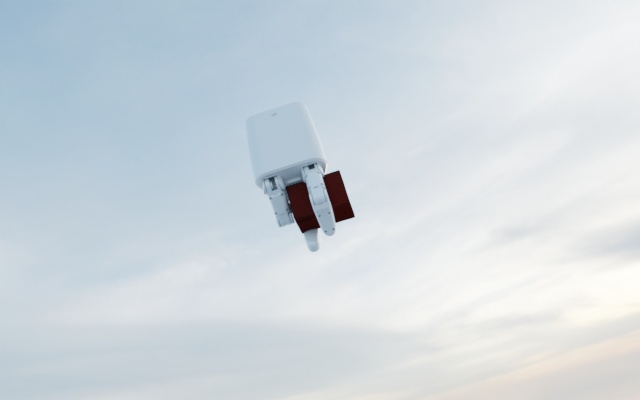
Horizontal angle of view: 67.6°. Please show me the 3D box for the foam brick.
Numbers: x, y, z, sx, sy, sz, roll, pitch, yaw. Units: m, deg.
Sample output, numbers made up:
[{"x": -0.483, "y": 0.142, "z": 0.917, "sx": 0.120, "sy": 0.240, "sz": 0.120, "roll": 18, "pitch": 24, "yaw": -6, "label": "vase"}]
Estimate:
[{"x": 0.000, "y": 0.002, "z": 0.641, "sx": 0.078, "sy": 0.051, "sz": 0.053, "roll": -17, "pitch": -29, "yaw": 2, "label": "foam brick"}]
